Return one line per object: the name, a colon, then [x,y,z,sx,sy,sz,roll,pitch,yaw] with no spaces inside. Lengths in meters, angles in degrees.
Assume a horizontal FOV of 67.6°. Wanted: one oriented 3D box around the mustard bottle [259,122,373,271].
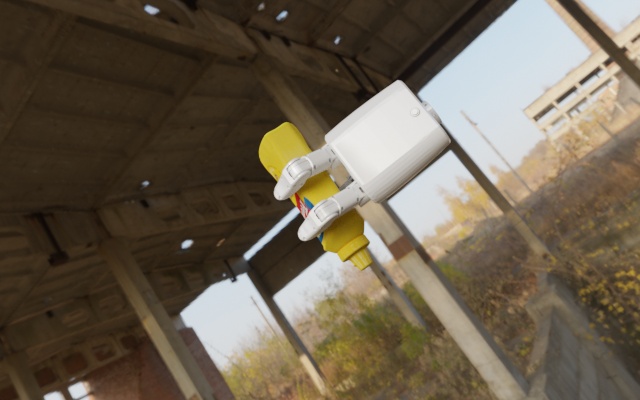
mustard bottle: [0.000,0.002,0.578,0.058,0.191,0.096,-33,-14,-14]
